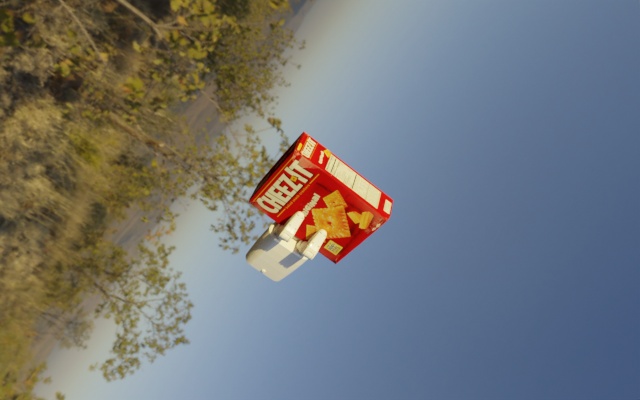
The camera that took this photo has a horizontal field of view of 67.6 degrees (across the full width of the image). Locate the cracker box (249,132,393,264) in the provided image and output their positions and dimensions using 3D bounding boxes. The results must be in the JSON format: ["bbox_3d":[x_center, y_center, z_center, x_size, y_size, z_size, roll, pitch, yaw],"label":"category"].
[{"bbox_3d":[0.000,0.003,0.887,0.214,0.072,0.164,36,-53,-13],"label":"cracker box"}]
